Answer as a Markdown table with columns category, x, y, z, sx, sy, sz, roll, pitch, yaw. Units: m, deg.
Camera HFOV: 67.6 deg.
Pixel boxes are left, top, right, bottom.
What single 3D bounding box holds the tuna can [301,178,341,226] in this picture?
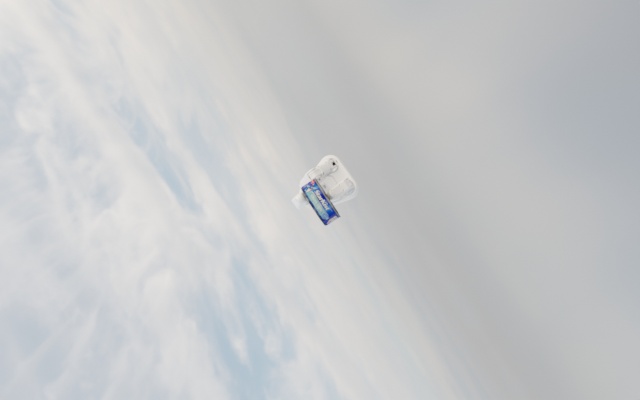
| category | x | y | z | sx | sy | sz | roll | pitch | yaw |
| --- | --- | --- | --- | --- | --- | --- | --- | --- | --- |
| tuna can | 0.000 | 0.003 | 0.872 | 0.034 | 0.086 | 0.086 | -33 | -1 | 2 |
